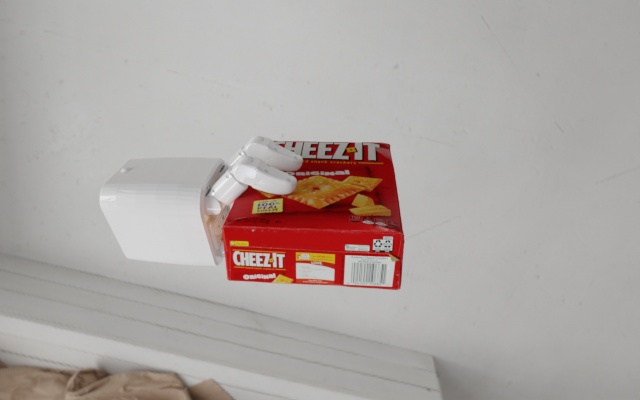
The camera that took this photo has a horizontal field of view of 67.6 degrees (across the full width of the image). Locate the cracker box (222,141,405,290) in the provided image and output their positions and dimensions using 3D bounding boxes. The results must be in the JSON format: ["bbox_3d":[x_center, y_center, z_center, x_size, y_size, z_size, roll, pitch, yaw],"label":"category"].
[{"bbox_3d":[0.000,0.002,0.519,0.164,0.072,0.213,2,29,3],"label":"cracker box"}]
